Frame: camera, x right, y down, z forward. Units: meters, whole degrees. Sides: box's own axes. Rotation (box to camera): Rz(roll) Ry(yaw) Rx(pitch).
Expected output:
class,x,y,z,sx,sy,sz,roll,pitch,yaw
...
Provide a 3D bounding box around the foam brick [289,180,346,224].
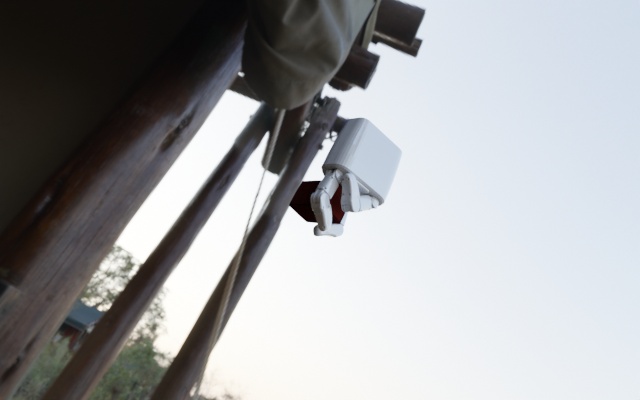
class,x,y,z,sx,sy,sz,roll,pitch,yaw
foam brick,0.000,0.003,0.777,0.078,0.051,0.053,1,-35,41
